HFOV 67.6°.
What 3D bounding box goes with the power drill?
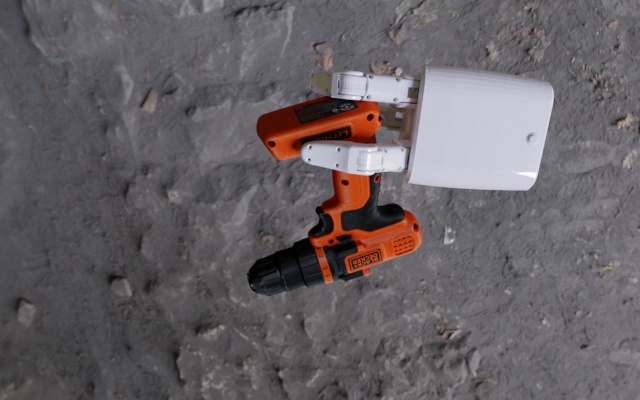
[{"bbox_3d":[0.000,0.001,0.454,0.184,0.188,0.057,-19,37,-6],"label":"power drill"}]
